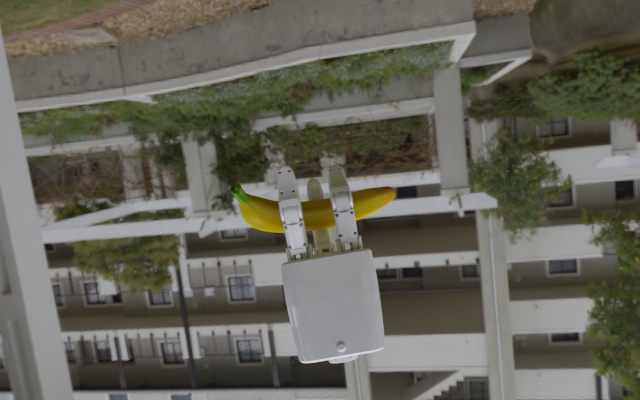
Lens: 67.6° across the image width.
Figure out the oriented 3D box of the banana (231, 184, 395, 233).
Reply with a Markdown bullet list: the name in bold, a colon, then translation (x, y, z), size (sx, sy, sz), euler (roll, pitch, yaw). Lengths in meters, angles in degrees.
- **banana**: translation (-0.009, 0.011, 0.560), size (0.198, 0.037, 0.070), euler (-2, -28, -22)
